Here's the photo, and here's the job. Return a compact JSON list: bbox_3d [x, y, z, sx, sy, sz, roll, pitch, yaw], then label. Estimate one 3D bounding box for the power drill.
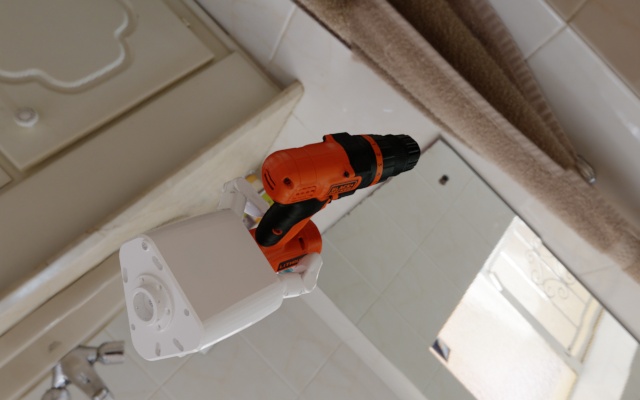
[{"bbox_3d":[0.000,0.002,0.503,0.184,0.057,0.188,-12,-29,-36],"label":"power drill"}]
